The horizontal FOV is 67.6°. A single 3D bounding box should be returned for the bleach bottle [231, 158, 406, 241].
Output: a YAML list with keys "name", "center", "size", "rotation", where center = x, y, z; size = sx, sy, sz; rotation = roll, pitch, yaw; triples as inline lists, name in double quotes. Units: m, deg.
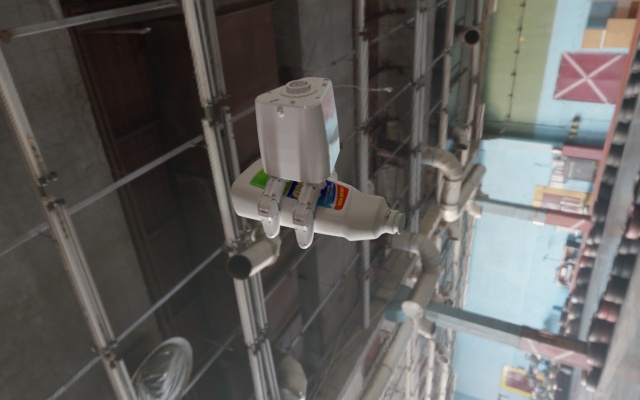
- name: "bleach bottle"
  center: [0.000, 0.002, 0.683]
  size: [0.251, 0.068, 0.102]
  rotation: [12, 38, 26]
